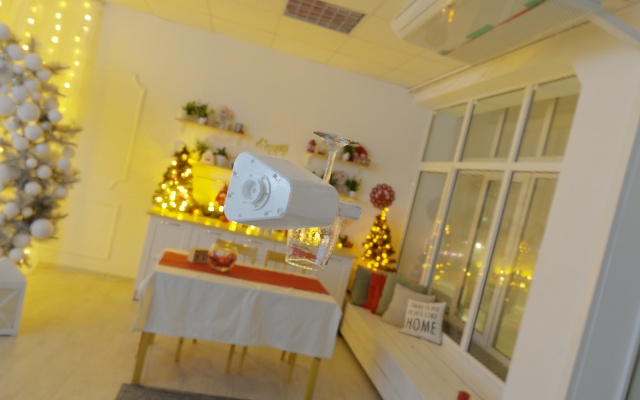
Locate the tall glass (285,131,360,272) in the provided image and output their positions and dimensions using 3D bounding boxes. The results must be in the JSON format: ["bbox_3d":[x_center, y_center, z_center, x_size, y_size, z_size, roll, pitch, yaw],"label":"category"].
[{"bbox_3d":[0.000,0.002,0.720,0.079,0.201,0.079,14,2,0],"label":"tall glass"}]
